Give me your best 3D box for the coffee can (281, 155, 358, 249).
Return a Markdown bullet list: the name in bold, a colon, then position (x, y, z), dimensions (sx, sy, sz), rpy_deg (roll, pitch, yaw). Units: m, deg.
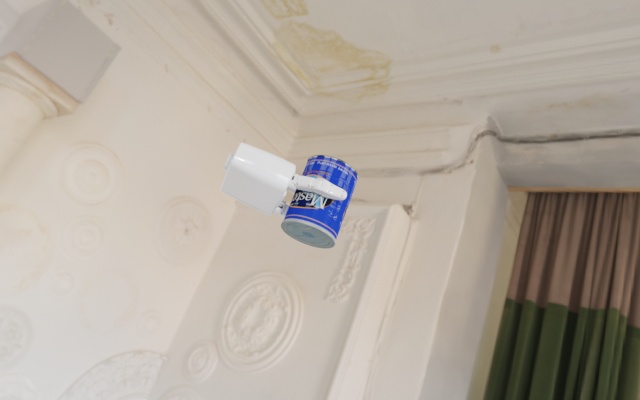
- **coffee can**: position (0.000, 0.003, 0.874), dimensions (0.103, 0.140, 0.103), rpy_deg (18, -24, 8)
